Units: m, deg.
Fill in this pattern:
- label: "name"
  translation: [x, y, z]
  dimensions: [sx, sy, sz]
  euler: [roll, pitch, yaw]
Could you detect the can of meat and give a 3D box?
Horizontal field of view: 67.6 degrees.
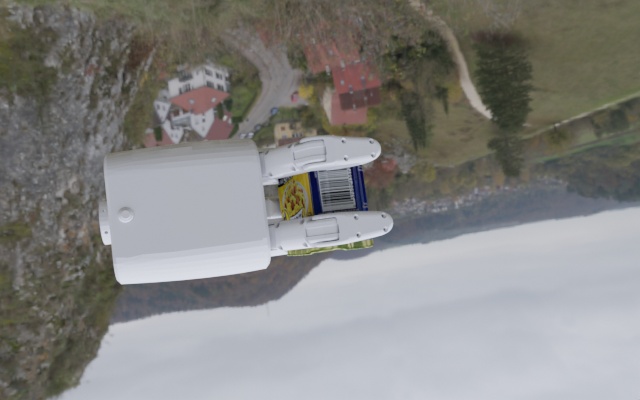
- label: "can of meat"
  translation: [0.000, 0.002, 0.401]
  dimensions: [0.057, 0.084, 0.102]
  euler: [-6, -5, -22]
